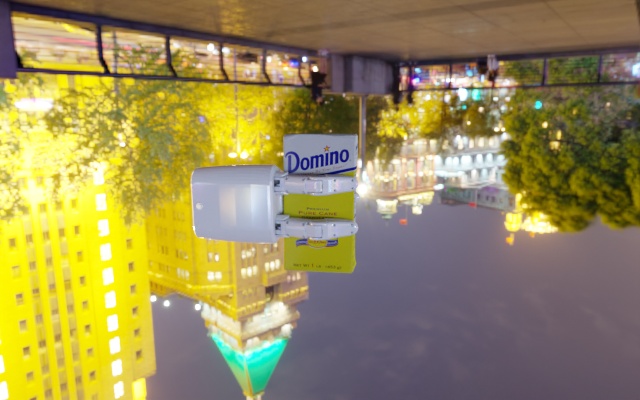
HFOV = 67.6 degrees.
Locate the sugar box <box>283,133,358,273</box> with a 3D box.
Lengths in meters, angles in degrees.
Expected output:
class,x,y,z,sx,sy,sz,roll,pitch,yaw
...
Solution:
class,x,y,z,sx,sy,sz,roll,pitch,yaw
sugar box,0.000,0.002,0.616,0.093,0.176,0.048,1,11,8
